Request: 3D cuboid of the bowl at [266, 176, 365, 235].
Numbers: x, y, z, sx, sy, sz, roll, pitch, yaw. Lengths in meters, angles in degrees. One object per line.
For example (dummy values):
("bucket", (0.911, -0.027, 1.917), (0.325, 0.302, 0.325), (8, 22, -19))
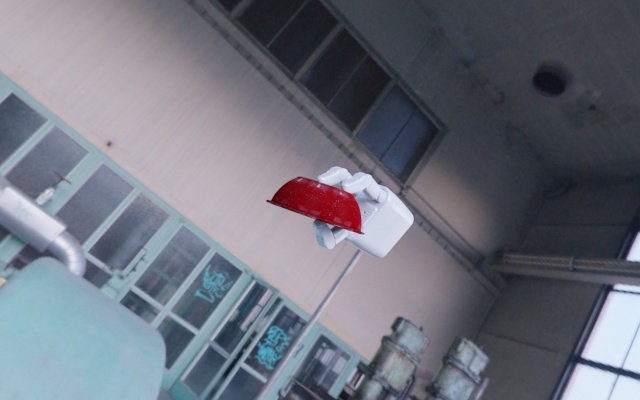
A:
("bowl", (0.000, 0.002, 0.741), (0.162, 0.055, 0.162), (19, 0, 0))
